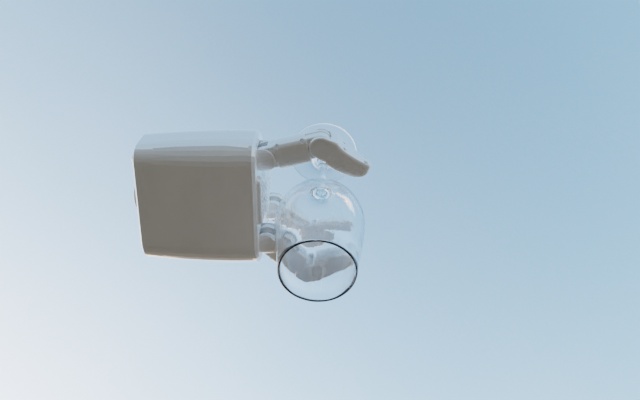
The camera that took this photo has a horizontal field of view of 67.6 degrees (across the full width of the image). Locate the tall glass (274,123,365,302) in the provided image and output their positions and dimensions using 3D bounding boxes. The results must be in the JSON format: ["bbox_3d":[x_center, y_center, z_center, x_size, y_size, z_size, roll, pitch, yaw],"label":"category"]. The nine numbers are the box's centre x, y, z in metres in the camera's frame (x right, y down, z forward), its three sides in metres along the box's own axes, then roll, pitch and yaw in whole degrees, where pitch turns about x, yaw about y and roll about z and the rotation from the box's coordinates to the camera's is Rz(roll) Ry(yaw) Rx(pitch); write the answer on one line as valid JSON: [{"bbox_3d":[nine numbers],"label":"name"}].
[{"bbox_3d":[0.000,0.001,0.444,0.079,0.079,0.201,0,32,1],"label":"tall glass"}]
